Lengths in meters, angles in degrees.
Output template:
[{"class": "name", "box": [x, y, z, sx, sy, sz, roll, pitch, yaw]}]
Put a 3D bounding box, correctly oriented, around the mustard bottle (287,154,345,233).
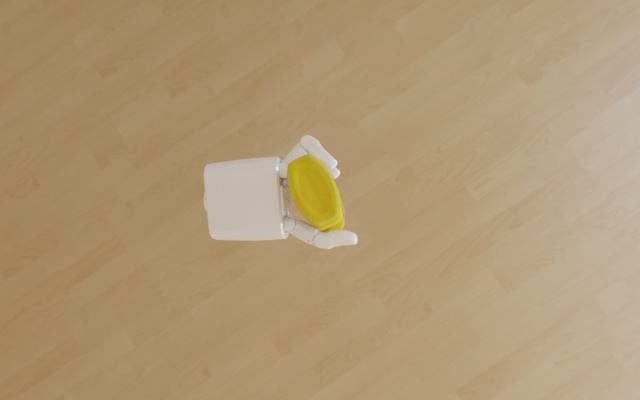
[{"class": "mustard bottle", "box": [0.000, 0.002, 0.687, 0.058, 0.096, 0.192, -27, -11, 1]}]
